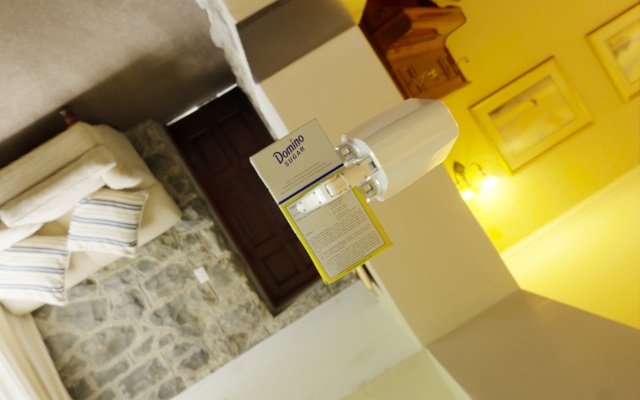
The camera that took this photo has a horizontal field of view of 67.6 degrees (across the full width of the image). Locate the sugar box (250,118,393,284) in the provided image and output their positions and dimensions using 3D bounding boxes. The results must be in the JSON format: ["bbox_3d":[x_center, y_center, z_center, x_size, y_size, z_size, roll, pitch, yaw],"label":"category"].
[{"bbox_3d":[0.000,0.002,0.573,0.093,0.176,0.048,-31,1,-5],"label":"sugar box"}]
